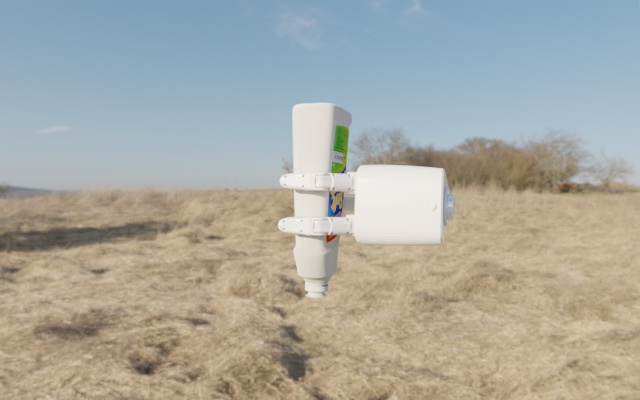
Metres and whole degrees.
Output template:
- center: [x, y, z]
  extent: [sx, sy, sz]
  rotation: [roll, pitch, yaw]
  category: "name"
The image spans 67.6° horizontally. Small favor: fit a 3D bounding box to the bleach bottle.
- center: [0.000, 0.002, 0.645]
  extent: [0.068, 0.251, 0.102]
  rotation: [1, 0, 19]
  category: "bleach bottle"
